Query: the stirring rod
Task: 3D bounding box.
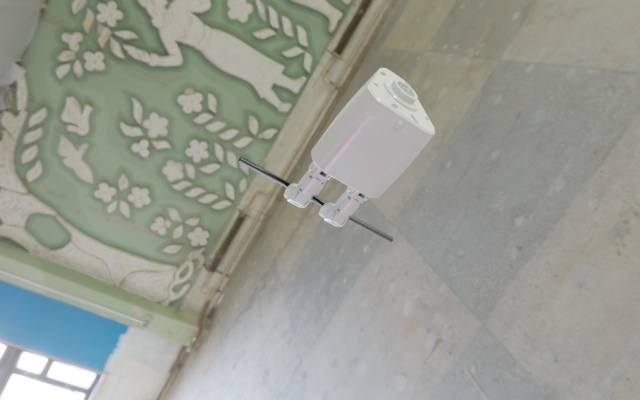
[{"bbox_3d":[0.000,0.002,0.632,0.239,0.011,0.011,28,-10,-19],"label":"stirring rod"}]
